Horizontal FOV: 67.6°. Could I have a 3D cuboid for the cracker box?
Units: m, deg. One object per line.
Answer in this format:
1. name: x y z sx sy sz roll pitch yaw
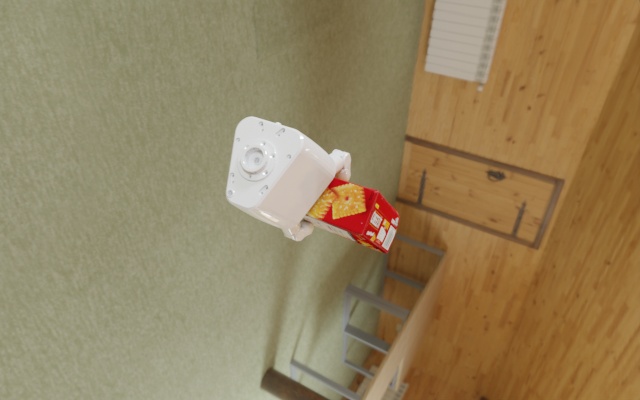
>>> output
1. cracker box: 0.000 0.003 0.722 0.213 0.072 0.164 20 -6 24
